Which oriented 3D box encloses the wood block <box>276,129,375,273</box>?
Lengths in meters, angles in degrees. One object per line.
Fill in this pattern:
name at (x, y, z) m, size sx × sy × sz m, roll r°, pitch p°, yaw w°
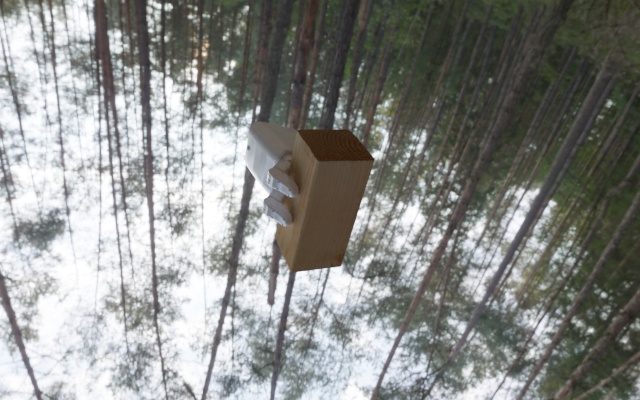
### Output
wood block at (0.000, 0.002, 0.736) m, size 0.091 × 0.206 × 0.090 m, roll -4°, pitch 39°, yaw -25°
